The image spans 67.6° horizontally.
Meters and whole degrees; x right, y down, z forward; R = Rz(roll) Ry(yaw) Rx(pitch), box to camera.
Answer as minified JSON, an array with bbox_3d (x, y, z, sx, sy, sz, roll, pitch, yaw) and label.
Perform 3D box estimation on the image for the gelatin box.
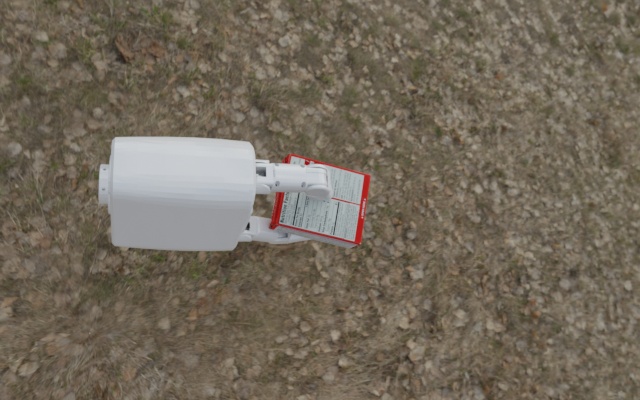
[{"bbox_3d":[0.001,0.001,0.468,0.089,0.073,0.030,14,-18,-14],"label":"gelatin box"}]
